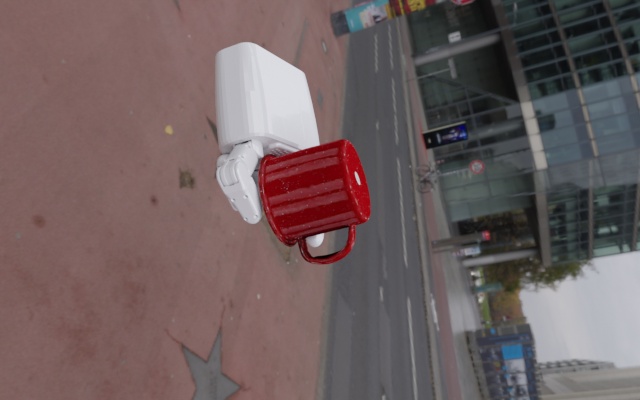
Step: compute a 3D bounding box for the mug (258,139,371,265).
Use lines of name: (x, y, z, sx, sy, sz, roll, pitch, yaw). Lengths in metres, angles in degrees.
mug: (0.000, 0.003, 0.450, 0.081, 0.117, 0.093, -14, -18, 16)
